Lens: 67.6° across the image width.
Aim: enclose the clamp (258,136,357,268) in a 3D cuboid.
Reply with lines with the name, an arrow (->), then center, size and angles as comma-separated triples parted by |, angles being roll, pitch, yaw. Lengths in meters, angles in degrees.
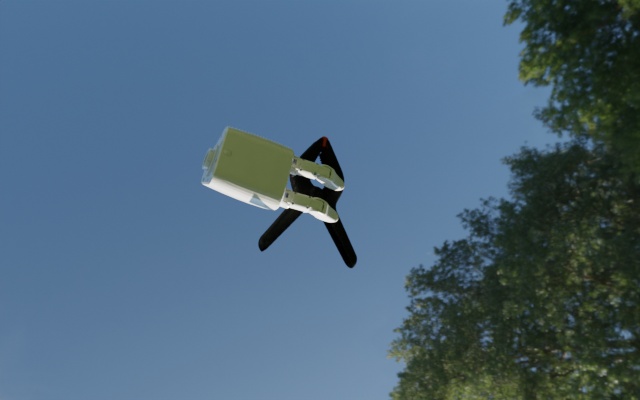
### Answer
clamp -> 0.000, 0.002, 0.759 | 0.164, 0.210, 0.036 | 21, -21, -23
